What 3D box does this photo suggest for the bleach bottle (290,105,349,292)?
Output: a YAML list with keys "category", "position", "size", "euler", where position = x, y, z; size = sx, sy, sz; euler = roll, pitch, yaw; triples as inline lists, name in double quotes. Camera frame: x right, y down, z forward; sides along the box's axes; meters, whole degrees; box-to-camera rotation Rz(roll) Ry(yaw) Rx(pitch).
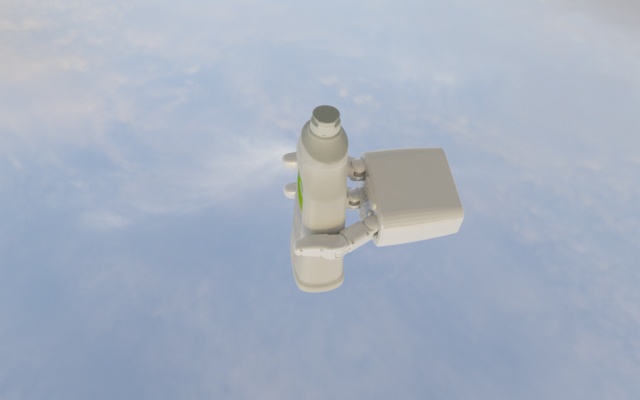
- category: "bleach bottle"
  position: [0.000, 0.002, 0.565]
  size: [0.068, 0.102, 0.251]
  euler: [-6, -40, -10]
